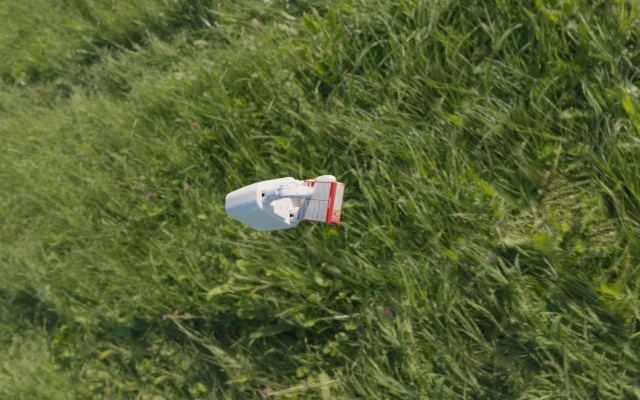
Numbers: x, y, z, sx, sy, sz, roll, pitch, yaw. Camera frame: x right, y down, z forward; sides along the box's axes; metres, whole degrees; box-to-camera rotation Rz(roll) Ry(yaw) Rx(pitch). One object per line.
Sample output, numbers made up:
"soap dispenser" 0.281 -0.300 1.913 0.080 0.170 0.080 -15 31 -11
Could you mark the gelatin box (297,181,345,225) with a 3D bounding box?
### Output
"gelatin box" 0.000 0.003 0.861 0.030 0.073 0.089 12 -5 -41
